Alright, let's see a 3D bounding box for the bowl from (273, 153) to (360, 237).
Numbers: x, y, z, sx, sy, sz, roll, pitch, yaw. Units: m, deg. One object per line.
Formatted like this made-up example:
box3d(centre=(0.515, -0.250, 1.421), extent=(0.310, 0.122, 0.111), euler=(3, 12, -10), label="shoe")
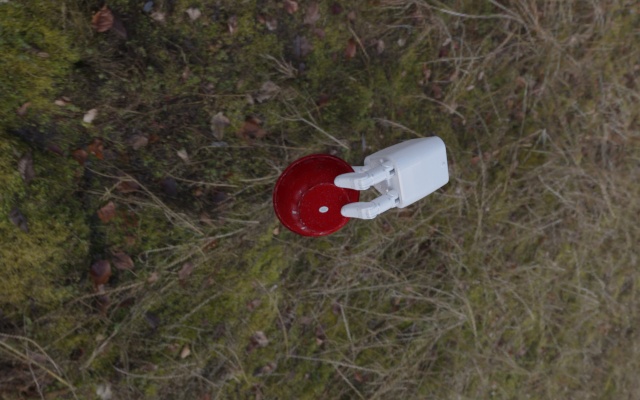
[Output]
box3d(centre=(-0.001, 0.004, 0.830), extent=(0.162, 0.162, 0.055), euler=(0, 24, -15), label="bowl")
